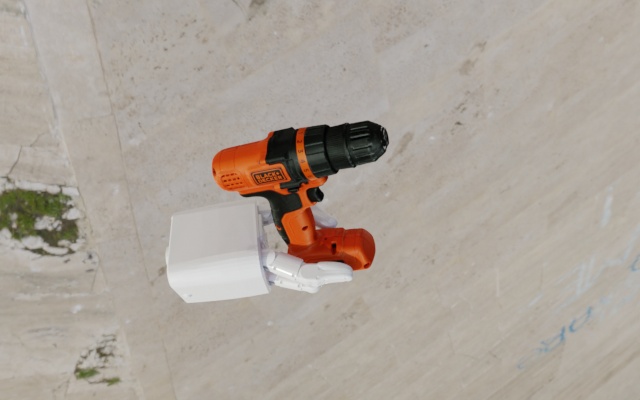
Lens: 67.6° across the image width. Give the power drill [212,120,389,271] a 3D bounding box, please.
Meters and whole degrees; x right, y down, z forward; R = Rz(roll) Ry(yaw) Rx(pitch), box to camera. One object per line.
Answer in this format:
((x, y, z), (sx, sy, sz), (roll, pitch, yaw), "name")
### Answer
((0.000, 0.002, 0.518), (0.184, 0.188, 0.057), (-8, 42, 21), "power drill")
